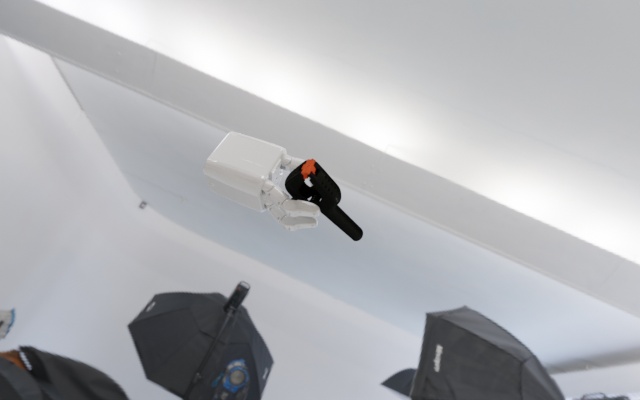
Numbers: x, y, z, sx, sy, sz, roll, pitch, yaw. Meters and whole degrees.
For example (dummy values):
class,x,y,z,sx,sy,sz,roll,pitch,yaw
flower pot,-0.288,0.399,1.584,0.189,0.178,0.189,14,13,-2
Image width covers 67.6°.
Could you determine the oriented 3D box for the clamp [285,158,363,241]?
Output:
class,x,y,z,sx,sy,sz,roll,pitch,yaw
clamp,0.000,0.002,0.795,0.164,0.036,0.210,18,-26,8
